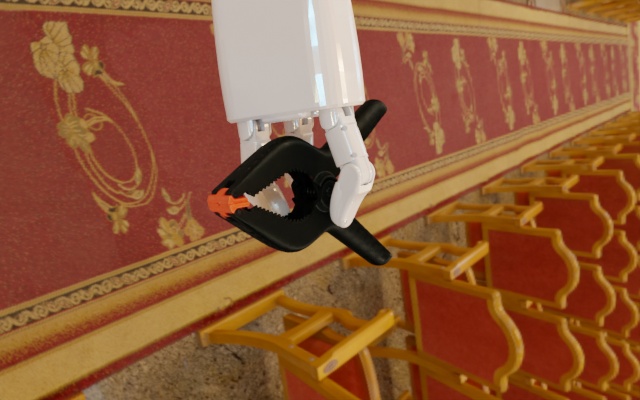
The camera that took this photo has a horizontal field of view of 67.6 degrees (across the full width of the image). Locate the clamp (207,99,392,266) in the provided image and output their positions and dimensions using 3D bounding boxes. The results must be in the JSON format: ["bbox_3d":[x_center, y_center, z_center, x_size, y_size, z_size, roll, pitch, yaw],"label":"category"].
[{"bbox_3d":[0.000,0.001,0.415,0.036,0.164,0.210,1,13,43],"label":"clamp"}]
